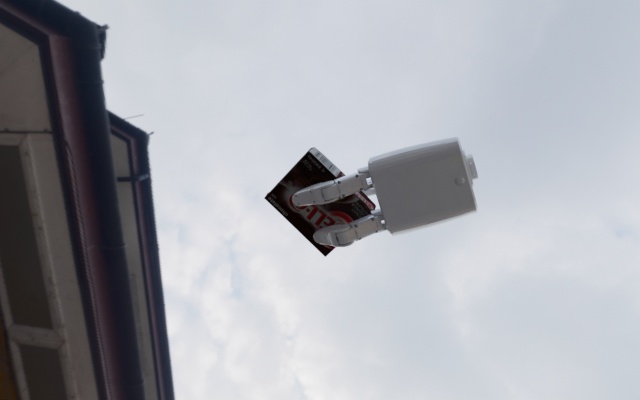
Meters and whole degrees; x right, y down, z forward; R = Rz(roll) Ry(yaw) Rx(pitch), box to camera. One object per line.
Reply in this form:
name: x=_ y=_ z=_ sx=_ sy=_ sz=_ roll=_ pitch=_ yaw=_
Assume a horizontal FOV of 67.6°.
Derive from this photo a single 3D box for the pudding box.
pudding box: x=0.000 y=0.002 z=0.606 sx=0.090 sy=0.113 sz=0.039 roll=-45 pitch=2 yaw=23
